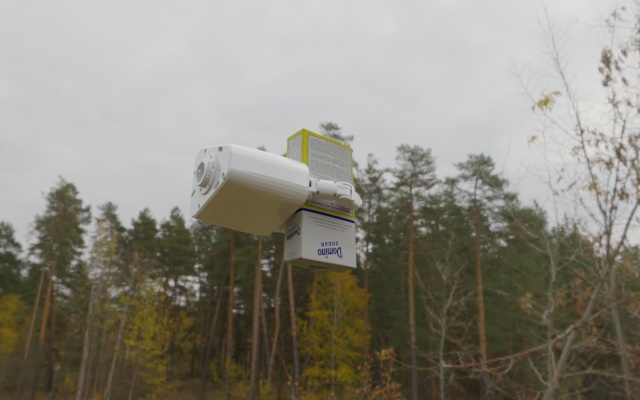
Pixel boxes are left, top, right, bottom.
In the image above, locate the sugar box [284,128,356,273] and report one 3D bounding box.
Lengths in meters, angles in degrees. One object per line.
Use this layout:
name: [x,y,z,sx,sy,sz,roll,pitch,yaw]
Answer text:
sugar box: [0.000,0.002,0.636,0.093,0.176,0.048,16,-23,-36]
